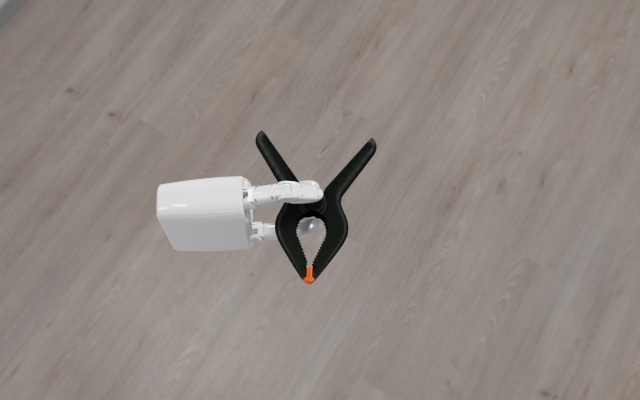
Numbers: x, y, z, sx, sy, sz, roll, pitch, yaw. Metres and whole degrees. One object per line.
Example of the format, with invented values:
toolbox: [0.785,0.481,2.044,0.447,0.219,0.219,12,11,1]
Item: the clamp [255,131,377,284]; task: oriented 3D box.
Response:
clamp: [0.000,0.002,0.627,0.164,0.210,0.036,-3,-17,-3]
